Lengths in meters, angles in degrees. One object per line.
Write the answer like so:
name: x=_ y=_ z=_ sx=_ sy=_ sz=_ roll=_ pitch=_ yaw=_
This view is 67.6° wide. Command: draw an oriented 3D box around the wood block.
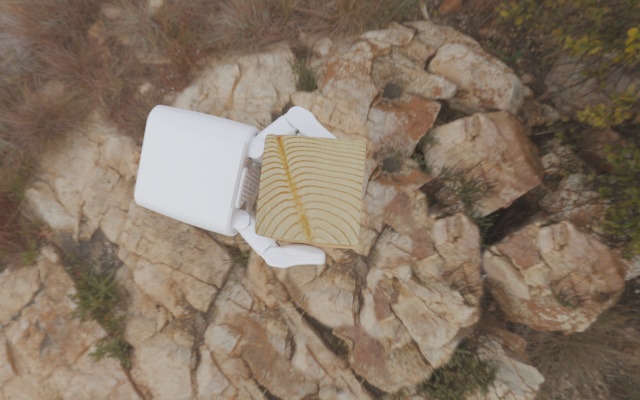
wood block: x=0.000 y=0.002 z=0.503 sx=0.090 sy=0.091 sz=0.206 roll=5 pitch=-6 yaw=5
